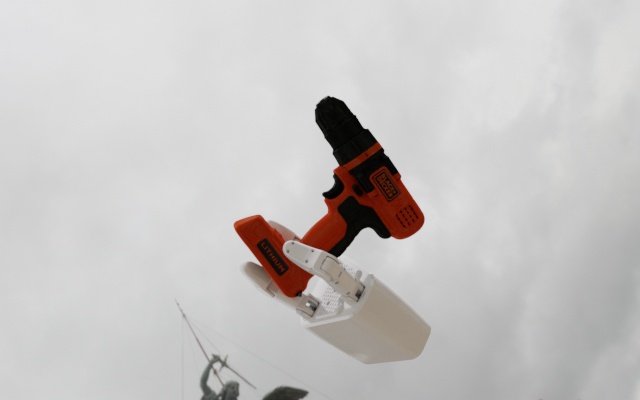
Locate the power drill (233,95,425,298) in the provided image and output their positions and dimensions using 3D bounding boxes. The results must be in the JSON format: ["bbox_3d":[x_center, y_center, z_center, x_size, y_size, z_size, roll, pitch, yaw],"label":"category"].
[{"bbox_3d":[0.000,0.002,0.531,0.187,0.184,0.057,-36,3,-6],"label":"power drill"}]
